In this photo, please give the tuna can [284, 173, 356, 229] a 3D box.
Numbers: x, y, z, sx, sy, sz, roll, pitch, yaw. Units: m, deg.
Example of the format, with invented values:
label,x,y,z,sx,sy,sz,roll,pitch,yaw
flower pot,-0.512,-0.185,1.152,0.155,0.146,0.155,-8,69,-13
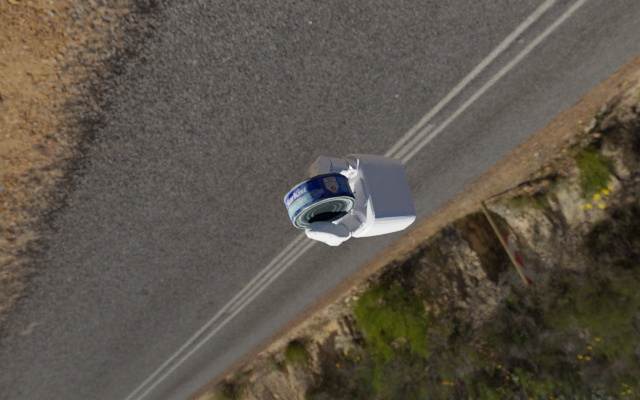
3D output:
label,x,y,z,sx,sy,sz,roll,pitch,yaw
tuna can,0.000,0.002,0.599,0.086,0.033,0.086,-17,-23,-8
